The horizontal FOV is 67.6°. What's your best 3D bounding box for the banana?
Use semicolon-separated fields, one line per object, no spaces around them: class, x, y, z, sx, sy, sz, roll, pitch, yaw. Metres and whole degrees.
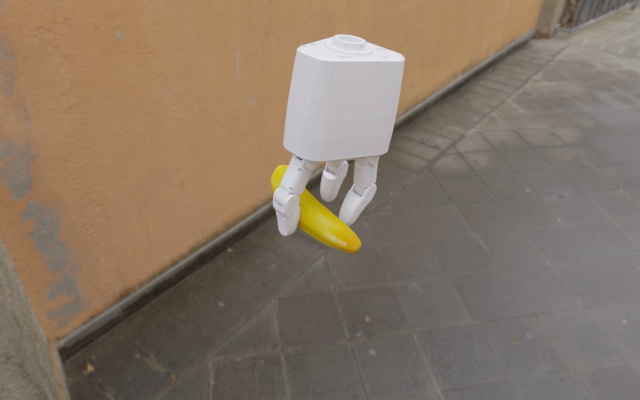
banana;-0.018;0.000;0.578;0.069;0.037;0.197;2;29;-24
